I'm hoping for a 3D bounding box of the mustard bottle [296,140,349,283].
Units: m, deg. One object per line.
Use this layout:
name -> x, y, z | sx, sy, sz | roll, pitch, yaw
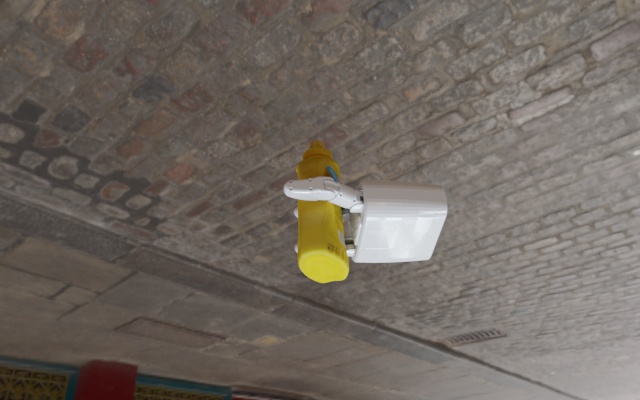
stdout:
mustard bottle -> 0.000, 0.002, 0.620 | 0.058, 0.191, 0.096 | -12, -32, 14
